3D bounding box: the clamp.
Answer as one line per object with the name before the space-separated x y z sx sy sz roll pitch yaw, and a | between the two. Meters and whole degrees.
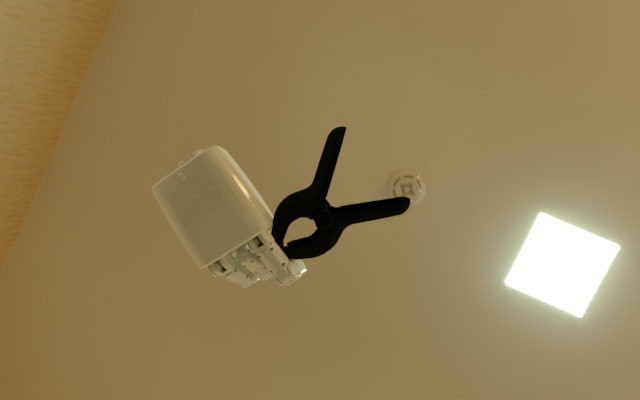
clamp | 0.000 0.002 0.537 0.171 0.120 0.039 -32 6 11
